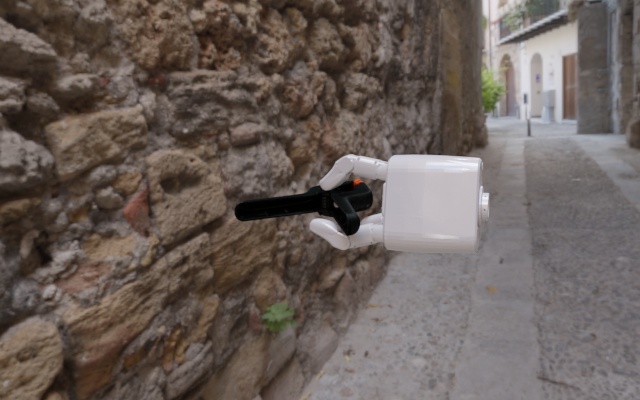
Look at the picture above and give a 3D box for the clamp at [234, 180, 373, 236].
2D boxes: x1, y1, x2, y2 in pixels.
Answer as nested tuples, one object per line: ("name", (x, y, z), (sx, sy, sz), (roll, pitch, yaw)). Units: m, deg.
("clamp", (0.001, 0.001, 0.631), (0.164, 0.036, 0.210), (5, 14, 21))
